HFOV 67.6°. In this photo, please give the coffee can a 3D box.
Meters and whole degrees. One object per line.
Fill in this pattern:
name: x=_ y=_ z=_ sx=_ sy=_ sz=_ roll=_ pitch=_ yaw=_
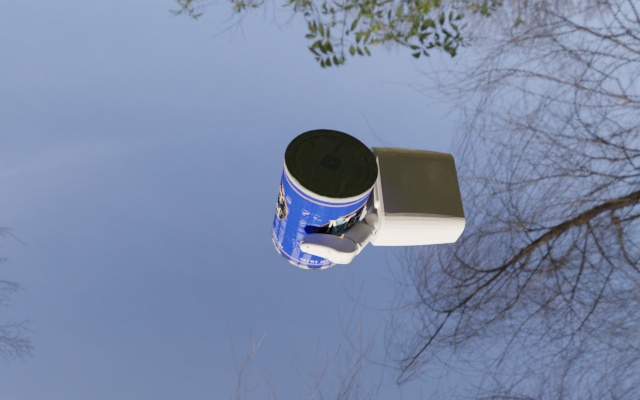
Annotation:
coffee can: x=0.000 y=0.002 z=0.562 sx=0.103 sy=0.102 sz=0.140 roll=0 pitch=-38 yaw=-13
